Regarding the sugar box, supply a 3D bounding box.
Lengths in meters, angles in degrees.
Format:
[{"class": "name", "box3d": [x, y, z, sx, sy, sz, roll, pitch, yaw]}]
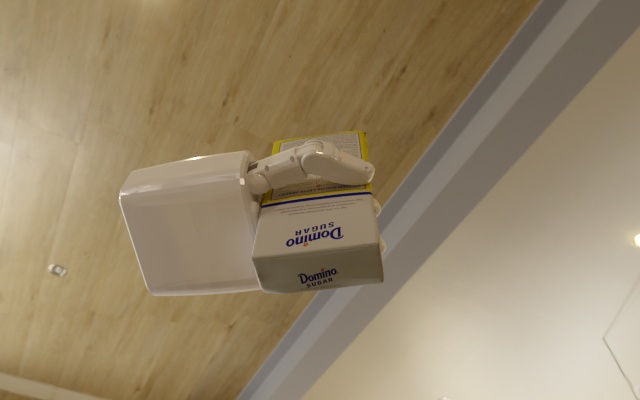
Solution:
[{"class": "sugar box", "box3d": [0.000, 0.002, 0.410, 0.093, 0.048, 0.176, -7, 36, 7]}]
